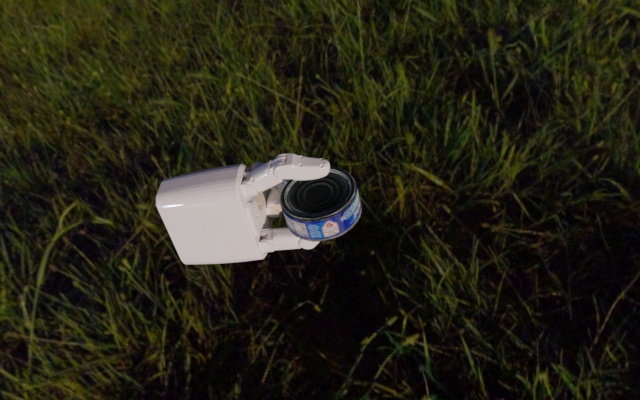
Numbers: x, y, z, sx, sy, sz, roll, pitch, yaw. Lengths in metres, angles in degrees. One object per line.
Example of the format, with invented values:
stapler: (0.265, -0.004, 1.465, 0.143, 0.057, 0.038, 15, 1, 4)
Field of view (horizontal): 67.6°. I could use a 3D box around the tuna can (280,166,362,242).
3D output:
tuna can: (0.000, 0.001, 0.518, 0.086, 0.034, 0.086, -8, 43, 8)
